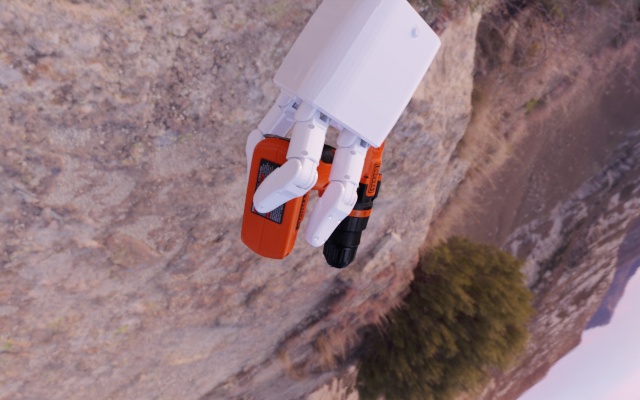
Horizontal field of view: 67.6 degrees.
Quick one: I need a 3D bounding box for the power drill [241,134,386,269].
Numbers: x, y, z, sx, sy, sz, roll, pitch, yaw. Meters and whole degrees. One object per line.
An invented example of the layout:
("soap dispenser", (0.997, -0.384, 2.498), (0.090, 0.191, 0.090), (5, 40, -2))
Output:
("power drill", (0.000, 0.001, 0.490), (0.057, 0.184, 0.187), (18, 17, 27))
